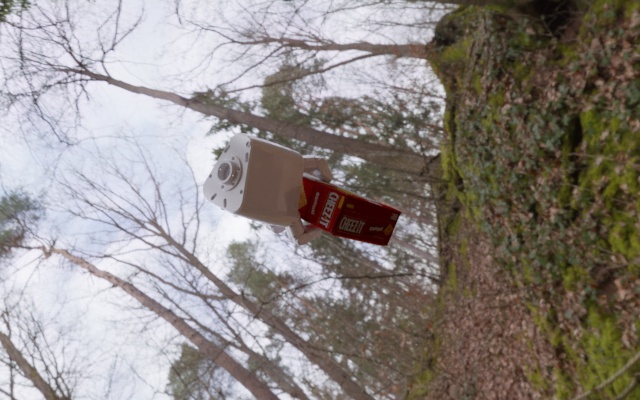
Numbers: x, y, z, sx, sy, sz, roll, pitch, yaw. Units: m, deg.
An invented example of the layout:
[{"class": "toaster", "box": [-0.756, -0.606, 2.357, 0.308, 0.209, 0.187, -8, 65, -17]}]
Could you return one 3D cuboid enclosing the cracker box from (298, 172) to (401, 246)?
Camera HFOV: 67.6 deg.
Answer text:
[{"class": "cracker box", "box": [0.000, 0.002, 0.801, 0.213, 0.072, 0.164, 24, 6, 39]}]
